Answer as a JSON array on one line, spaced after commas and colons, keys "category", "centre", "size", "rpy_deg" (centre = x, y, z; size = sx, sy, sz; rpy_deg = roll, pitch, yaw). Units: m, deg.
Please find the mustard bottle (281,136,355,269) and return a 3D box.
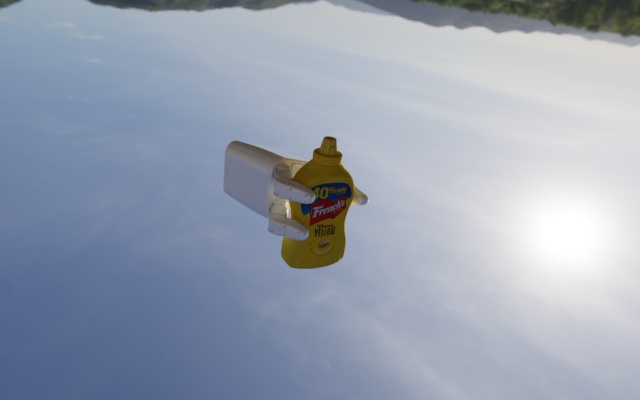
[{"category": "mustard bottle", "centre": [0.000, 0.003, 0.678], "size": [0.096, 0.192, 0.058], "rpy_deg": [-5, 27, -26]}]
